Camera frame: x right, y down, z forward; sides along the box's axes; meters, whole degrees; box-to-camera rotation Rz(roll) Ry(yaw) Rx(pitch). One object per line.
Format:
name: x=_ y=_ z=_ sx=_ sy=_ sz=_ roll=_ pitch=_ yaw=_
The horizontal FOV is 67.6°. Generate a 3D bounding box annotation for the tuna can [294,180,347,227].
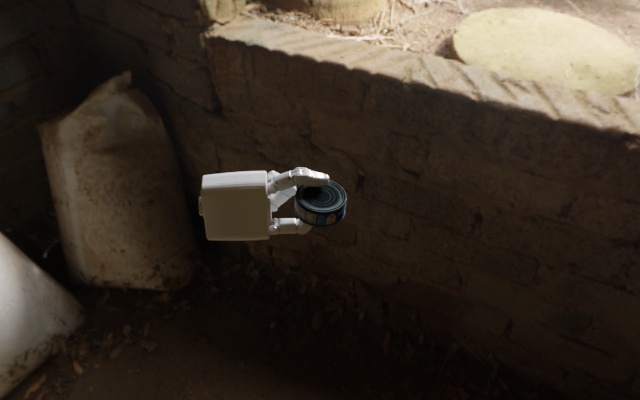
tuna can: x=0.000 y=0.002 z=0.783 sx=0.086 sy=0.034 sz=0.086 roll=4 pitch=42 yaw=-3
